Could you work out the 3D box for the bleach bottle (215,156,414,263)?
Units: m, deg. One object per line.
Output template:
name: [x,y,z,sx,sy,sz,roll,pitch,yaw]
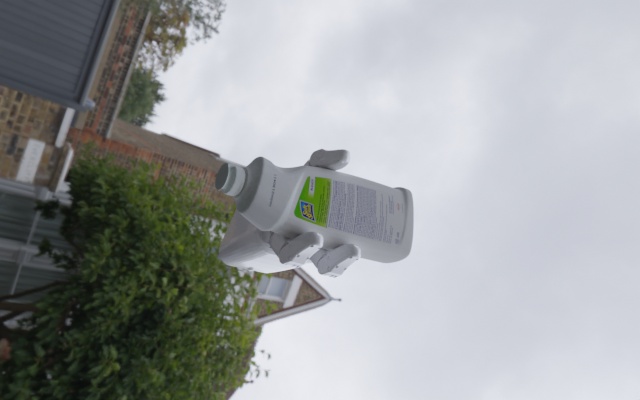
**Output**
bleach bottle: [0.000,0.002,0.550,0.251,0.102,0.068,19,-26,-34]
